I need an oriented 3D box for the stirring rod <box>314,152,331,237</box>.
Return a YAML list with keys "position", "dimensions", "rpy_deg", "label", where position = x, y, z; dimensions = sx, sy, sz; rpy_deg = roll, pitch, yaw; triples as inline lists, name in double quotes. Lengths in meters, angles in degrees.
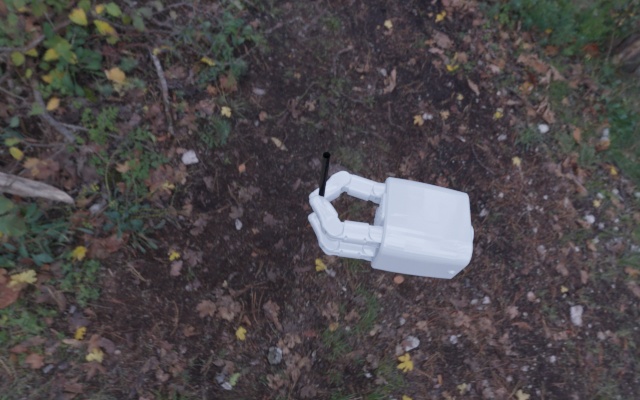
- position: [0.000, 0.002, 0.600]
  dimensions: [0.011, 0.011, 0.240]
  rpy_deg: [0, -24, -3]
  label: "stirring rod"
